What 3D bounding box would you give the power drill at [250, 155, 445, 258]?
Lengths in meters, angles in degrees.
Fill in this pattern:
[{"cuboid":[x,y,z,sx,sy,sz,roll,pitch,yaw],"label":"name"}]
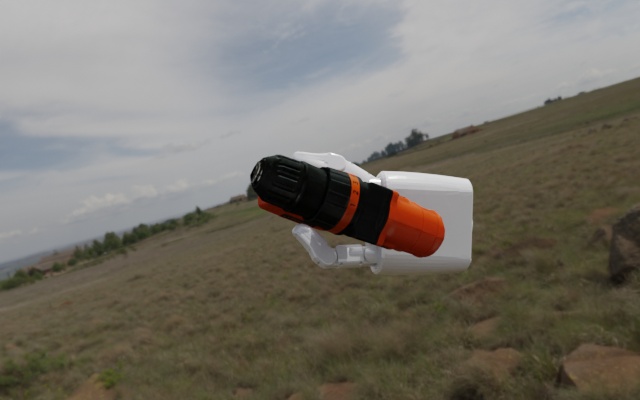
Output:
[{"cuboid":[0.000,0.002,0.467,0.184,0.057,0.187,22,-3,-24],"label":"power drill"}]
